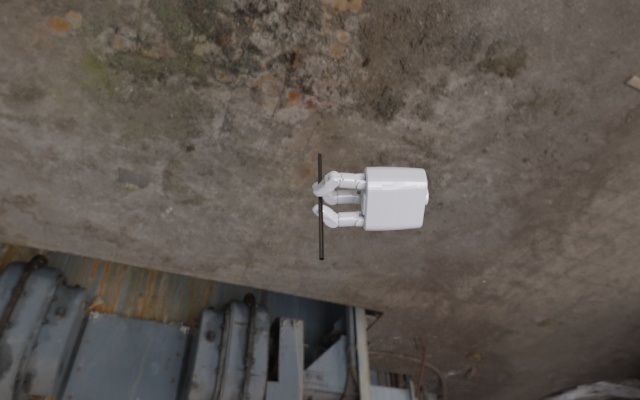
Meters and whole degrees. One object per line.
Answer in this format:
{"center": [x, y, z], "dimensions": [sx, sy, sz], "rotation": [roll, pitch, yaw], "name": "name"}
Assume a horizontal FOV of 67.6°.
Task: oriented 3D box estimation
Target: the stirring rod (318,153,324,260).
{"center": [0.000, 0.003, 0.845], "dimensions": [0.011, 0.239, 0.011], "rotation": [-1, -41, 0], "name": "stirring rod"}
